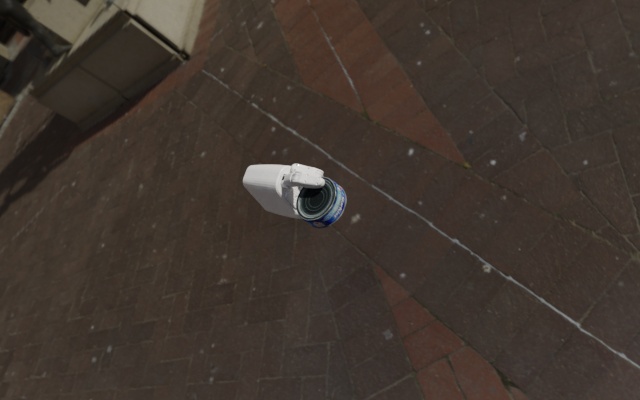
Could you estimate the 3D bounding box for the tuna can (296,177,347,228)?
[{"bbox_3d":[0.000,0.002,0.826,0.086,0.086,0.034,0,-24,37],"label":"tuna can"}]
